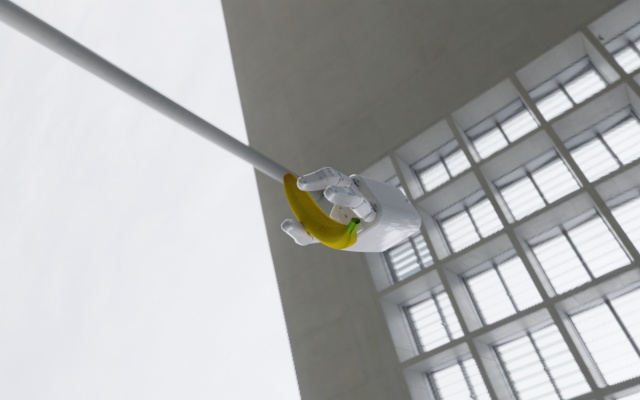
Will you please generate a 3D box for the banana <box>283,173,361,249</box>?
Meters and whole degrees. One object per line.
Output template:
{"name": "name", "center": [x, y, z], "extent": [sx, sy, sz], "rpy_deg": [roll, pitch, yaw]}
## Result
{"name": "banana", "center": [-0.001, 0.021, 0.684], "extent": [0.037, 0.070, 0.197], "rpy_deg": [-4, 22, -34]}
